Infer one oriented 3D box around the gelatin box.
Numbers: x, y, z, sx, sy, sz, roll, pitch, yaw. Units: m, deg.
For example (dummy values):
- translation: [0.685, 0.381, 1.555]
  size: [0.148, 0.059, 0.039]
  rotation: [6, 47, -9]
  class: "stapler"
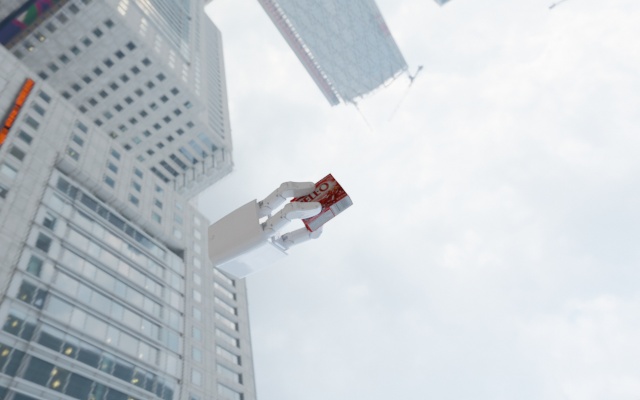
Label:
- translation: [0.001, 0.003, 0.813]
  size: [0.089, 0.030, 0.073]
  rotation: [-34, 42, -2]
  class: "gelatin box"
